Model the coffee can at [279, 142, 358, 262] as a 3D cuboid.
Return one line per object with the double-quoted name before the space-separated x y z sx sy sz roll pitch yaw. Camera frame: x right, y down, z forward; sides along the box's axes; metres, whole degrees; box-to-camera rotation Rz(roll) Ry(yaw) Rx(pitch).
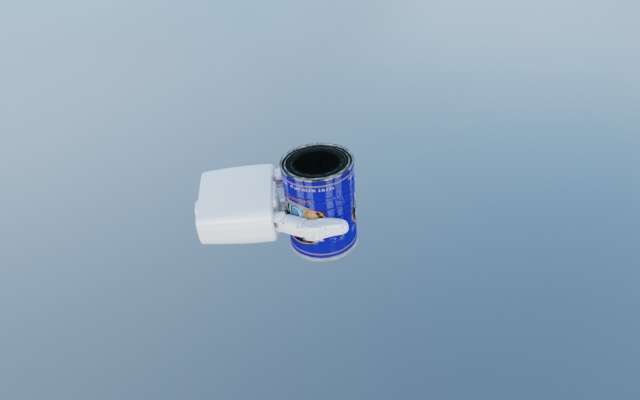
"coffee can" 0.000 0.002 0.688 0.103 0.140 0.102 -4 35 2
